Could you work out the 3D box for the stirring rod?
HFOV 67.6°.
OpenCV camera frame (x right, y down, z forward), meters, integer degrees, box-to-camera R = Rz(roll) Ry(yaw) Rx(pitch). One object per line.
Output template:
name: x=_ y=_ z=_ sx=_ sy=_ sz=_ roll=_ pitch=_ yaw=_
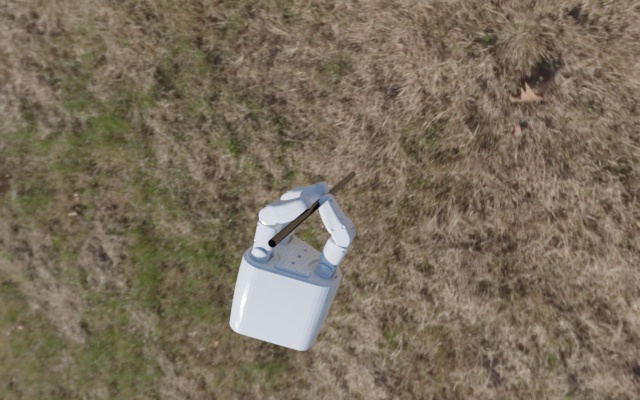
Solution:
stirring rod: x=0.000 y=0.002 z=0.534 sx=0.011 sy=0.011 sz=0.239 roll=0 pitch=18 yaw=22
